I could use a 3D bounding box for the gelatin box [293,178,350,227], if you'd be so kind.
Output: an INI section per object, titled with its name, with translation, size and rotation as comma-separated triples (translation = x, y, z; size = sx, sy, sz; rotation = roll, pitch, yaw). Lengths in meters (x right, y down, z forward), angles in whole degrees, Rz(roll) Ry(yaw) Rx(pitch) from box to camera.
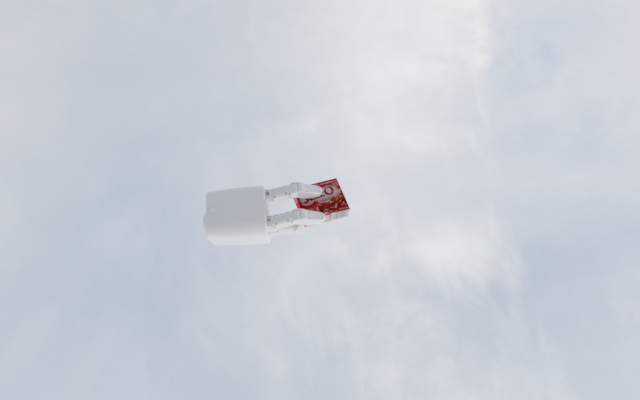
[gelatin box]
translation = 0.000, 0.003, 0.876
size = 0.089, 0.073, 0.030
rotation = -13, -32, -15
